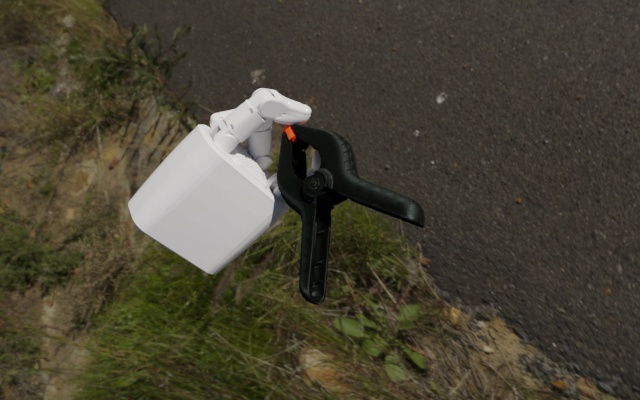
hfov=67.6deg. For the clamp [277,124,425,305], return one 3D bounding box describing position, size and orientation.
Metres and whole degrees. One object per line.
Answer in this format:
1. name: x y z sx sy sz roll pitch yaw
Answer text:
1. clamp: 0.000 0.001 0.417 0.039 0.120 0.171 39 10 -49
